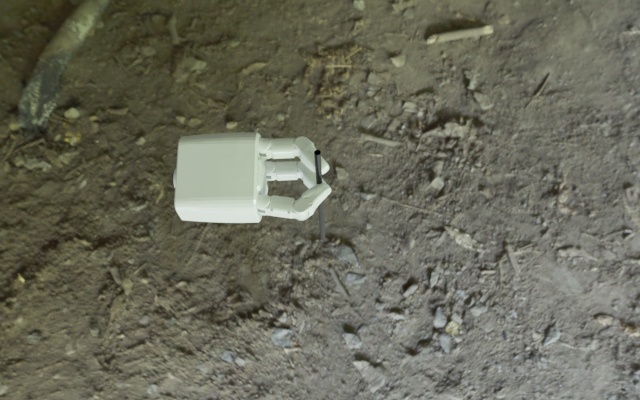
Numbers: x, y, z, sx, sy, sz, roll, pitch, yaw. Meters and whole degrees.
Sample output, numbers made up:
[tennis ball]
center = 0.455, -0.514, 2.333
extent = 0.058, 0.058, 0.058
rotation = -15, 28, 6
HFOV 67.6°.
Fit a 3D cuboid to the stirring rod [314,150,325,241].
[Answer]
[stirring rod]
center = 0.000, 0.002, 0.673
extent = 0.011, 0.011, 0.240
rotation = 0, -30, 2
